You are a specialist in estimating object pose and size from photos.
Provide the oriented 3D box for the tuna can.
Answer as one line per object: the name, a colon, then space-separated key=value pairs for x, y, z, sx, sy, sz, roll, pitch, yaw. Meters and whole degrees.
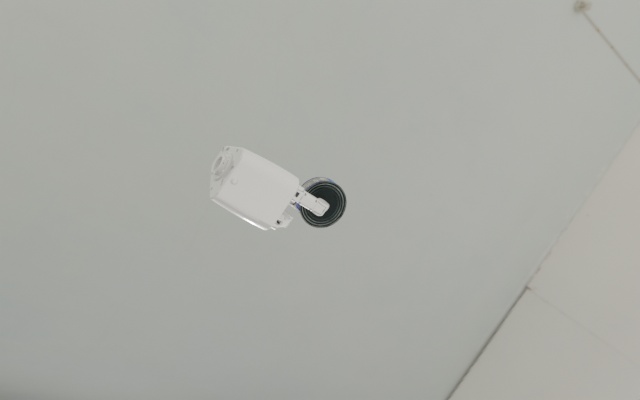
tuna can: x=0.000 y=0.003 z=0.837 sx=0.086 sy=0.086 sz=0.033 roll=0 pitch=19 yaw=-20
